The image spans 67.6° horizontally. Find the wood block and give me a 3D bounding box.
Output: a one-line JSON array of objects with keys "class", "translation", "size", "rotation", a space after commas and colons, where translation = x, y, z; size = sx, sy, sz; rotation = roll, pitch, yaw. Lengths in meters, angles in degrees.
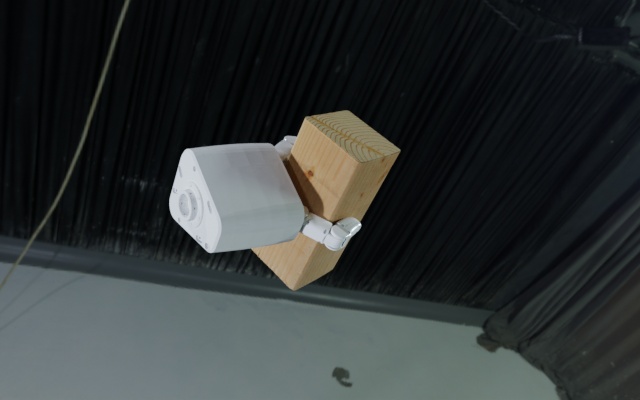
[{"class": "wood block", "translation": [0.000, 0.002, 0.603], "size": [0.090, 0.206, 0.090], "rotation": [42, 36, 22]}]
